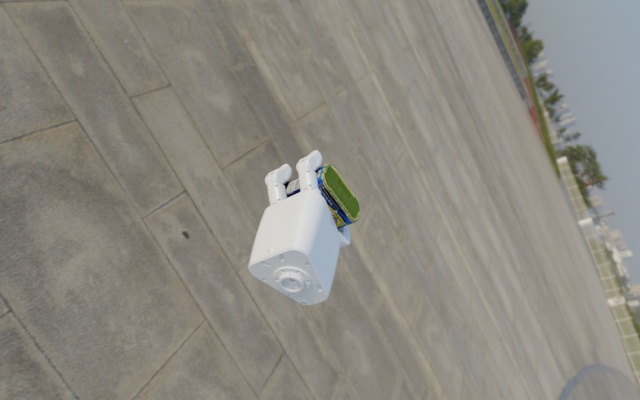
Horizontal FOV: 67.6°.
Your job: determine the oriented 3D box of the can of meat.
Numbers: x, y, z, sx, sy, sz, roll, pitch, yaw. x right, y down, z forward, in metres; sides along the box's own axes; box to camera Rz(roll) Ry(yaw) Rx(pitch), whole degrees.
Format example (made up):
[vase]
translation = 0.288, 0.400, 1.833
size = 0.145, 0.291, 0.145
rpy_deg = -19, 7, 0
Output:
[can of meat]
translation = 0.000, 0.002, 0.721
size = 0.084, 0.102, 0.057
rpy_deg = -23, 30, 28
